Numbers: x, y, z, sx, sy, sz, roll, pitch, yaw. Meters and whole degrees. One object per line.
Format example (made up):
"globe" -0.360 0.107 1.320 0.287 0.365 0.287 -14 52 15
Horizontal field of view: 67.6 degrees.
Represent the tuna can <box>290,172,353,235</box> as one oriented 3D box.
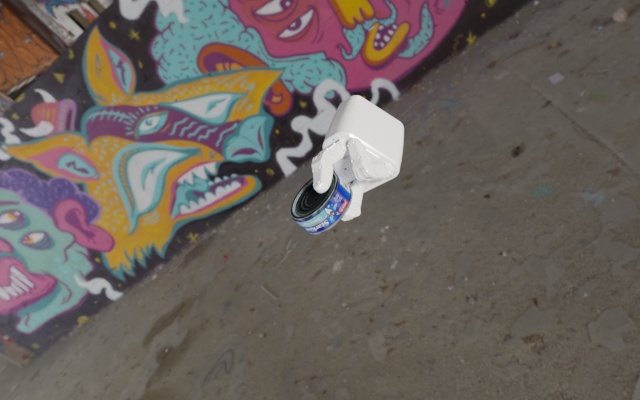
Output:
"tuna can" 0.000 0.002 0.648 0.034 0.086 0.086 43 -24 -28
